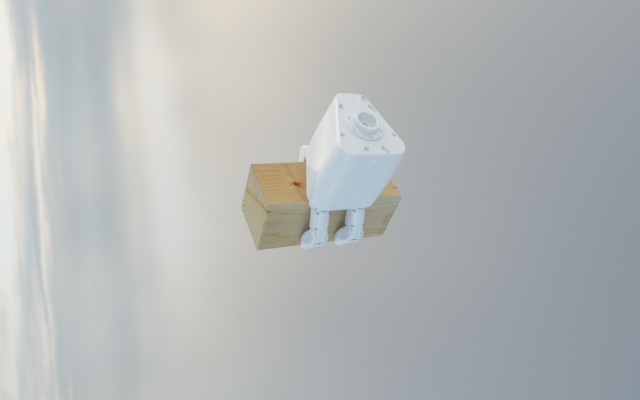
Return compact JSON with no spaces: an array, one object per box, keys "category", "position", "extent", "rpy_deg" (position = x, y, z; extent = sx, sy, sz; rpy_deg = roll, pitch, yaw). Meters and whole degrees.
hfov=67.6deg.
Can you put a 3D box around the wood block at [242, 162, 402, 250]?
[{"category":"wood block","position":[0.000,0.002,0.705],"extent":[0.206,0.090,0.090],"rpy_deg":[-4,45,-26]}]
